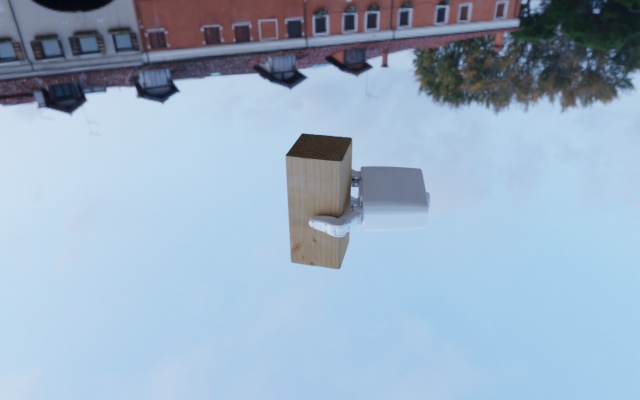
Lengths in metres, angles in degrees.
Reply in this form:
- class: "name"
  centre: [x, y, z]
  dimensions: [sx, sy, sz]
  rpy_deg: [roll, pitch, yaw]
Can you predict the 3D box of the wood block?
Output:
- class: "wood block"
  centre: [0.000, 0.003, 0.799]
  dimensions: [0.090, 0.206, 0.090]
  rpy_deg: [7, 32, 12]
